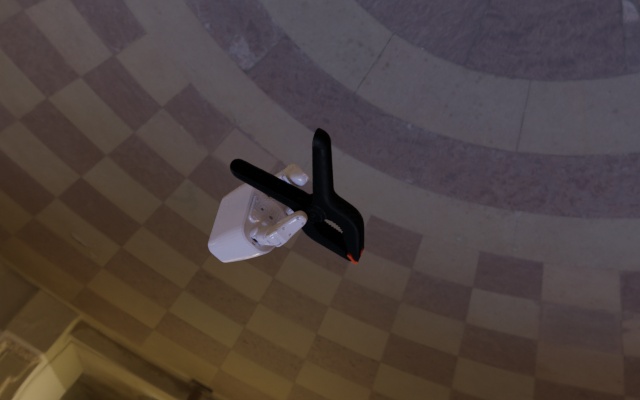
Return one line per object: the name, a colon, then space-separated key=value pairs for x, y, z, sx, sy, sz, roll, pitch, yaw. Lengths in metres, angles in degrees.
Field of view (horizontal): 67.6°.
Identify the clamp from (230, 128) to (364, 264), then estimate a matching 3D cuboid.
clamp: x=0.000 y=0.003 z=0.609 sx=0.164 sy=0.036 sz=0.210 roll=-20 pitch=-59 yaw=46
